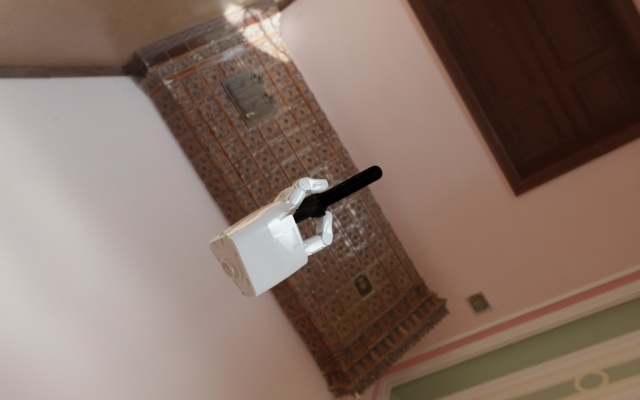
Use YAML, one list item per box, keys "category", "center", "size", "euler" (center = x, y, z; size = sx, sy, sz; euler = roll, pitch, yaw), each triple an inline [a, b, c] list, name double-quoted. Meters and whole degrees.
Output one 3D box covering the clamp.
- category: "clamp"
  center: [0.000, 0.004, 0.808]
  size: [0.164, 0.036, 0.210]
  euler: [-30, 4, -35]
